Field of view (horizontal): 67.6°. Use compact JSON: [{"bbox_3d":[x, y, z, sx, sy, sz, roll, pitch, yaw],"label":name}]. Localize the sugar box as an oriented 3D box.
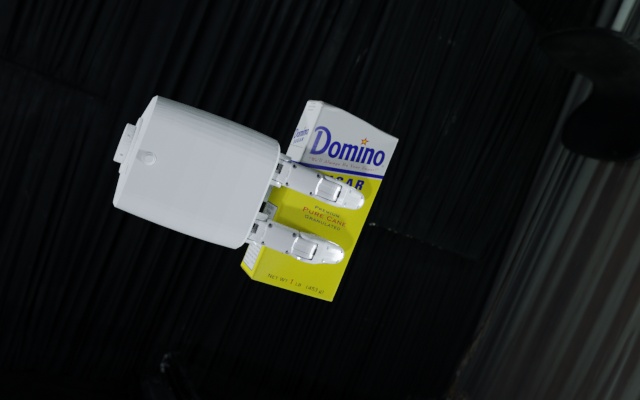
[{"bbox_3d":[0.000,0.002,0.467,0.093,0.176,0.048,21,4,-27],"label":"sugar box"}]
